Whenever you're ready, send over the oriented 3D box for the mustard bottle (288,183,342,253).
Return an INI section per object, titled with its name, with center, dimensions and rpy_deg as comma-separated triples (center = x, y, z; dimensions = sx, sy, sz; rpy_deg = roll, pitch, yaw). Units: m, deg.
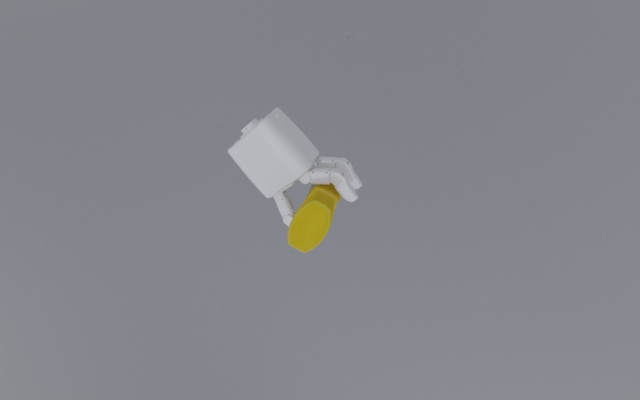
[mustard bottle]
center = 0.000, 0.003, 0.804
dimensions = 0.058, 0.096, 0.191
rpy_deg = 27, 27, -1
